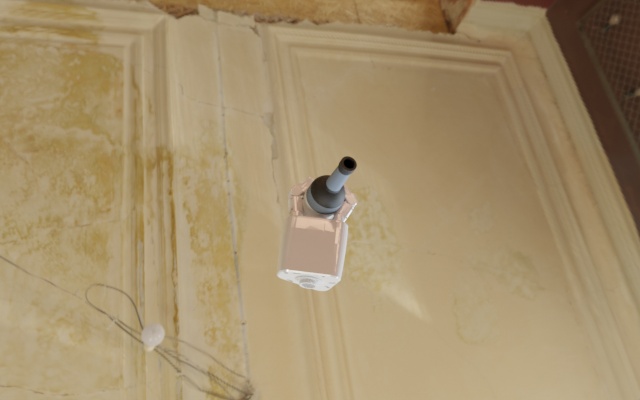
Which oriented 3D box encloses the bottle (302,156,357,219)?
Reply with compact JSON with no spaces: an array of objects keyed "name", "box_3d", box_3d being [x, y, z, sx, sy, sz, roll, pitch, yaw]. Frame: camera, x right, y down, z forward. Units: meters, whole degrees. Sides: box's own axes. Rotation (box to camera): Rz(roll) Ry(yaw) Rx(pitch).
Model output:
[{"name":"bottle","box_3d":[0.000,0.003,0.882,0.069,0.069,0.296,0,-25,-20]}]
